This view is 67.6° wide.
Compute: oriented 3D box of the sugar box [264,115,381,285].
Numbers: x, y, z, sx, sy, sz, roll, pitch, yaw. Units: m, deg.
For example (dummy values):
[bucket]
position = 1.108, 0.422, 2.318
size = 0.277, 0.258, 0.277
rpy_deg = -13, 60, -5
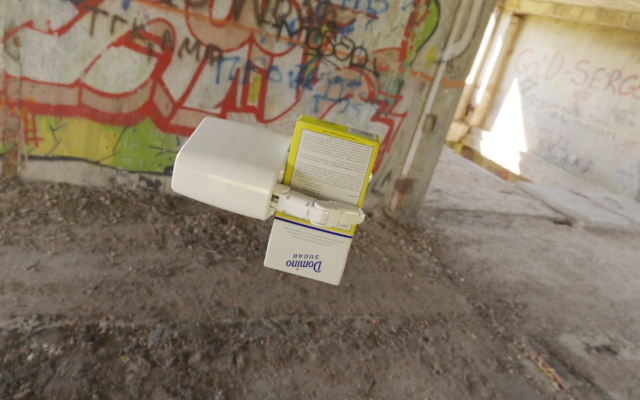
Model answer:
[sugar box]
position = 0.000, 0.001, 0.543
size = 0.093, 0.176, 0.048
rpy_deg = 15, 21, 0
